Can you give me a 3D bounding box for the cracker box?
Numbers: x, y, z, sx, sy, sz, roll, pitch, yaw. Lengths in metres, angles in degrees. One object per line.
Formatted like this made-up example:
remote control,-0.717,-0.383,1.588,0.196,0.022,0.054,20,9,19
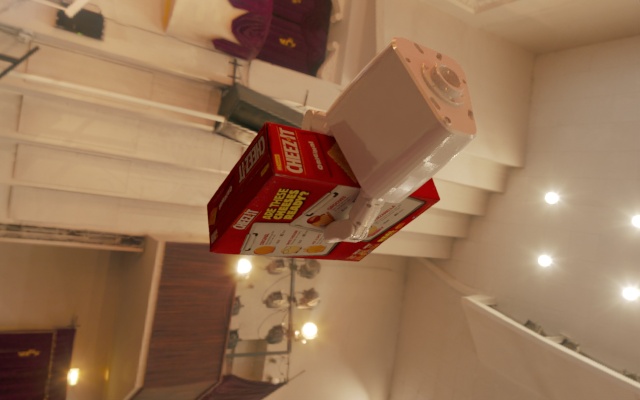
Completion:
cracker box,0.000,0.002,0.546,0.214,0.072,0.164,8,-36,-33
